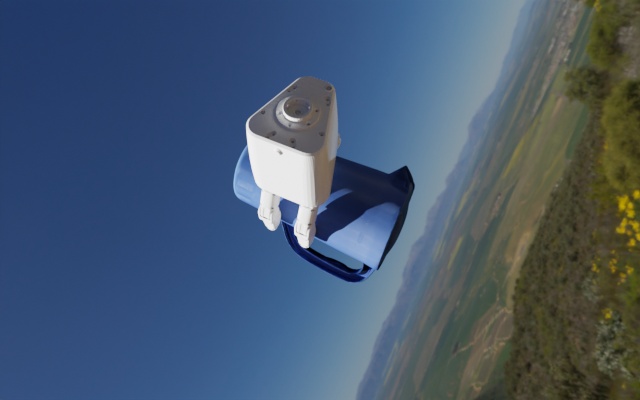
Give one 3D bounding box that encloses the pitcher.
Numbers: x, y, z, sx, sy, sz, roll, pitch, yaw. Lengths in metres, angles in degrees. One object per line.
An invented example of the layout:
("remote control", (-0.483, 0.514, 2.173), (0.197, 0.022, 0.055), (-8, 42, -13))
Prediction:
("pitcher", (0.000, 0.002, 0.687), (0.243, 0.149, 0.145), (23, -25, 13))
